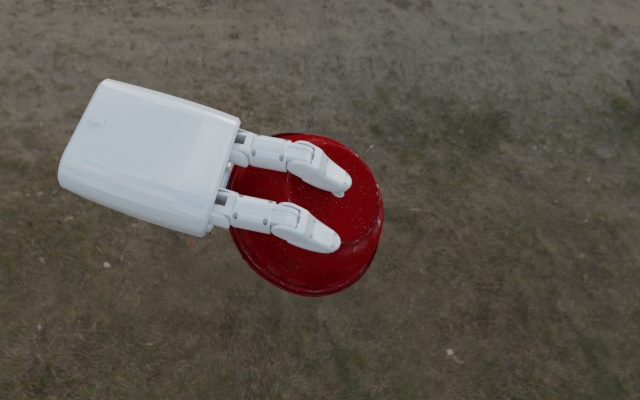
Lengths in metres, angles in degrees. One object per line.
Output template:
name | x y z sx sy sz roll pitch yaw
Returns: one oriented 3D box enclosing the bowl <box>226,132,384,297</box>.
bowl | 0.001 0.001 0.428 0.162 0.162 0.055 0 -19 -29
